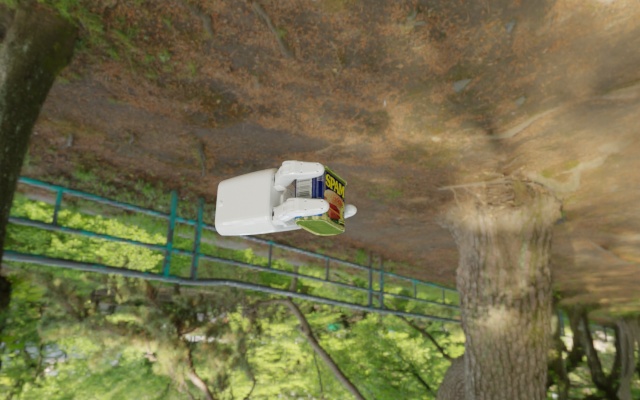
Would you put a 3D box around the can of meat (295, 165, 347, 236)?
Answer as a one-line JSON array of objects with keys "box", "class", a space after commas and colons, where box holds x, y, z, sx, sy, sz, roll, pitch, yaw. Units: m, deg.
[{"box": [0.000, 0.003, 0.729, 0.057, 0.084, 0.102, -7, -19, 25], "class": "can of meat"}]
